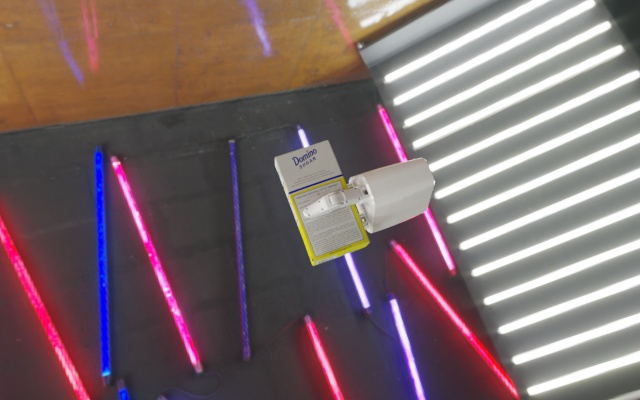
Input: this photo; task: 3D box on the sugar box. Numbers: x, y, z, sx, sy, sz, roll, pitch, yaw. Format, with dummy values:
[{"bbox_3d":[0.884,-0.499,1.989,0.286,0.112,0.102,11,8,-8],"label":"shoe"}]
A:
[{"bbox_3d":[0.000,0.003,0.745,0.093,0.176,0.048,-19,-15,-9],"label":"sugar box"}]
